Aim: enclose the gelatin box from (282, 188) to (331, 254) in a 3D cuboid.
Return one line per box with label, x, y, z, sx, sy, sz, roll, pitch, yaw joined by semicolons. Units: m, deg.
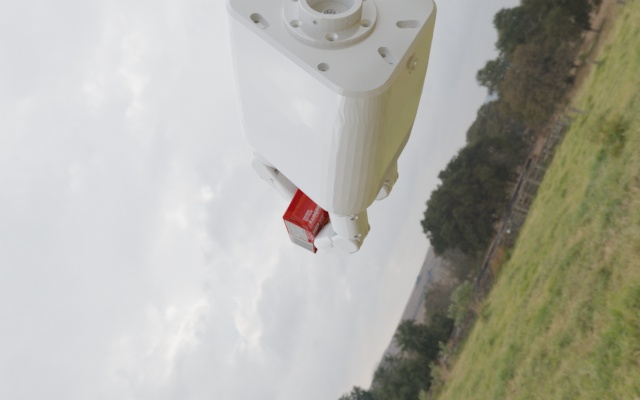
gelatin box;0.000;0.001;0.417;0.030;0.073;0.089;27;-15;9
